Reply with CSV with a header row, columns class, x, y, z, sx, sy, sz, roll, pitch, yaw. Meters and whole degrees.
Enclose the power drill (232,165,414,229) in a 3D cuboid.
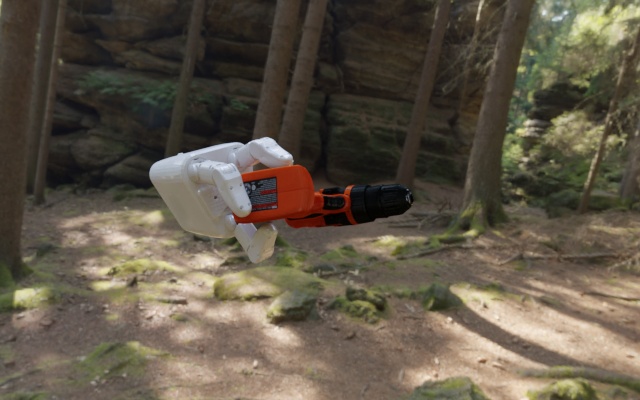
class,x,y,z,sx,sy,sz,roll,pitch,yaw
power drill,0.000,0.002,0.577,0.184,0.057,0.188,-10,-12,29
